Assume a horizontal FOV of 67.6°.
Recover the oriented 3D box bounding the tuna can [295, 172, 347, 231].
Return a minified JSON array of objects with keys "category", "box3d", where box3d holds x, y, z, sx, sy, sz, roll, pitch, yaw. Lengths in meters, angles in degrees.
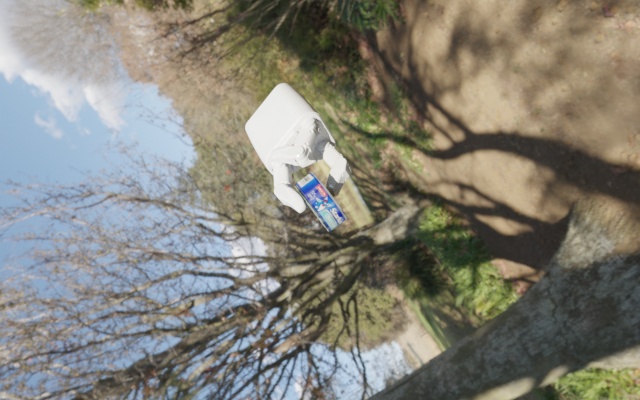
[{"category":"tuna can","box3d":[0.000,0.003,0.686,0.034,0.086,0.086,-37,2,-3]}]
